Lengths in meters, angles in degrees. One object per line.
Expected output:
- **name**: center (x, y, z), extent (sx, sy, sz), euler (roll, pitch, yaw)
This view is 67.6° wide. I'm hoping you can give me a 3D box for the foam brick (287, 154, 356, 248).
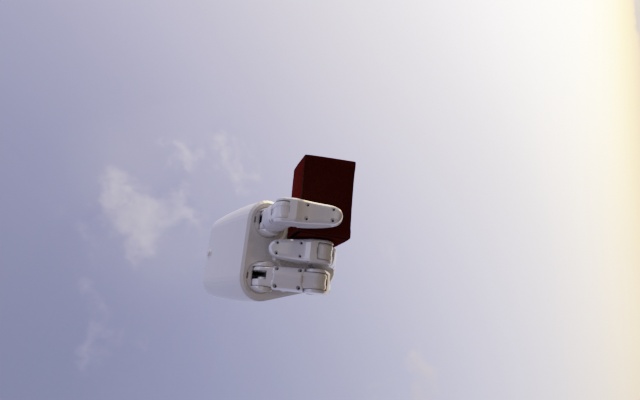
- **foam brick**: center (0.000, 0.001, 0.467), extent (0.053, 0.078, 0.051), euler (10, -16, -13)
